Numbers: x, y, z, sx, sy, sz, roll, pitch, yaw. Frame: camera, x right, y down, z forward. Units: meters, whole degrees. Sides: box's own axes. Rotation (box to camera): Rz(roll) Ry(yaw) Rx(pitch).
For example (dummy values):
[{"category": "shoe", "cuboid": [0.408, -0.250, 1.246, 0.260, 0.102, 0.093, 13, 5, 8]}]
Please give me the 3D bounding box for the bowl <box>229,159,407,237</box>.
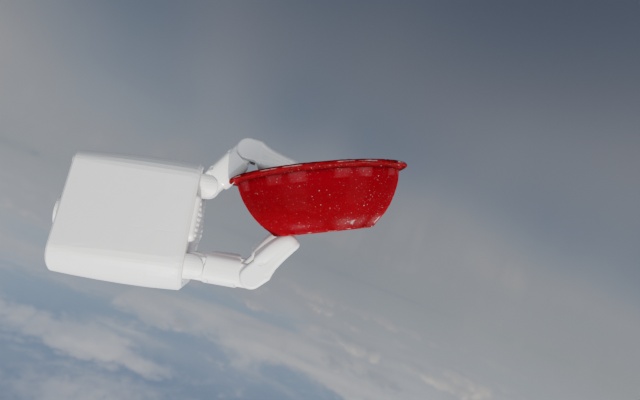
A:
[{"category": "bowl", "cuboid": [0.001, 0.002, 0.436, 0.162, 0.055, 0.162, -6, -3, 0]}]
